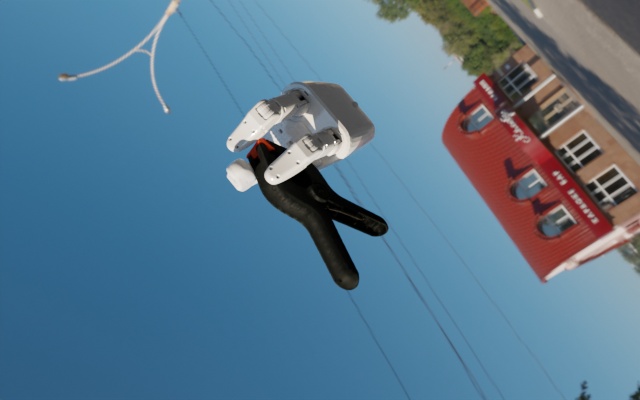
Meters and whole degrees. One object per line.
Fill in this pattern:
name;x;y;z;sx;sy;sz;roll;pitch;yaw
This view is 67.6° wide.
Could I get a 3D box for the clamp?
clamp;0.000;0.002;0.491;0.039;0.171;0.120;-42;-5;29
